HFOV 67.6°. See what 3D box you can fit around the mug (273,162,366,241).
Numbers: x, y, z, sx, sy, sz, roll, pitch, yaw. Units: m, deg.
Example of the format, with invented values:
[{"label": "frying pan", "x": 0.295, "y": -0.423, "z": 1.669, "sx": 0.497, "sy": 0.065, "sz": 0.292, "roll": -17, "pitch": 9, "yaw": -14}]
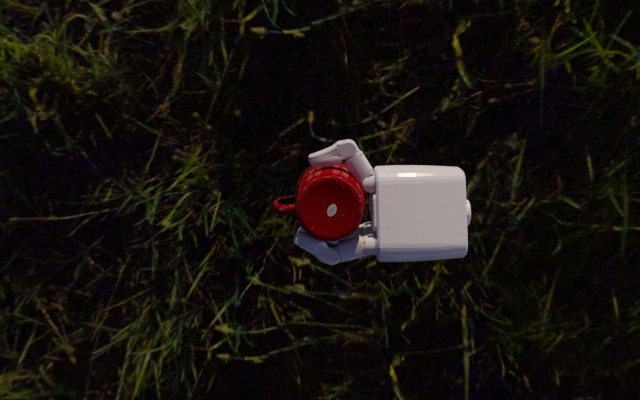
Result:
[{"label": "mug", "x": -0.001, "y": 0.002, "z": 0.587, "sx": 0.117, "sy": 0.093, "sz": 0.081, "roll": -3, "pitch": 12, "yaw": 2}]
